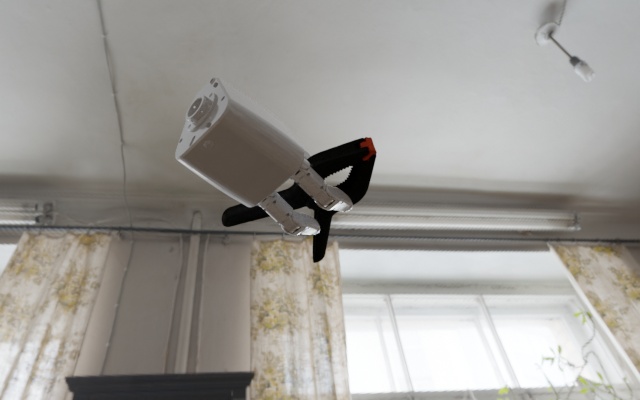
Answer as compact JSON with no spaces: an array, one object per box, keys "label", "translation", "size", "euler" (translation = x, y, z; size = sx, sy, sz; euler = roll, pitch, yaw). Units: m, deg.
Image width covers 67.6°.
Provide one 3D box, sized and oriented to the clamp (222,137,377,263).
[{"label":"clamp","translation":[0.000,0.001,0.614],"size":[0.210,0.036,0.165],"euler":[-38,-49,24]}]
